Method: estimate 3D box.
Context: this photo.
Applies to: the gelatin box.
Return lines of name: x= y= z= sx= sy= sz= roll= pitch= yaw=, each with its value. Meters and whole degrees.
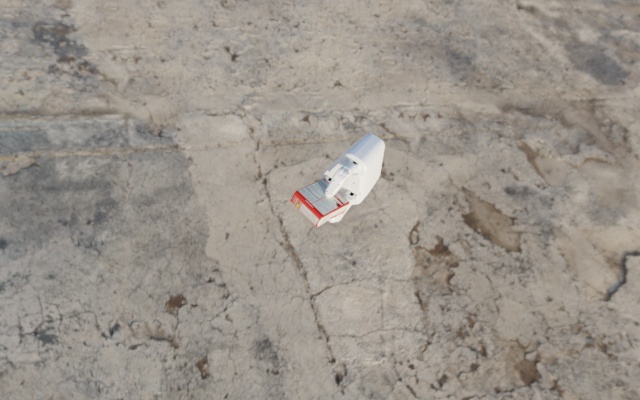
gelatin box: x=0.000 y=0.003 z=0.890 sx=0.073 sy=0.030 sz=0.089 roll=44 pitch=42 yaw=18
